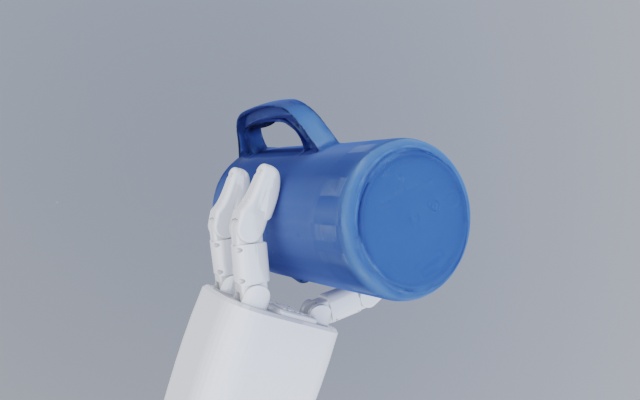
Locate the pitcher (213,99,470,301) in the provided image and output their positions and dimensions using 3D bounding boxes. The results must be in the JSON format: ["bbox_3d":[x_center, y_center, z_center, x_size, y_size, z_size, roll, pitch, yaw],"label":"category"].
[{"bbox_3d":[0.000,0.002,0.408,0.149,0.145,0.243,26,-12,-26],"label":"pitcher"}]
